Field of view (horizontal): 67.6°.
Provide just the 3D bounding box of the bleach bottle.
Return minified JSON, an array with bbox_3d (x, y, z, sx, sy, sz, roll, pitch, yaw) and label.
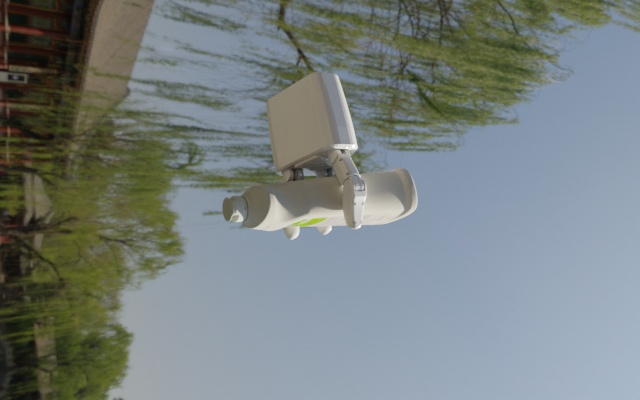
[{"bbox_3d":[0.000,0.002,0.614,0.251,0.068,0.102,-3,-16,-35],"label":"bleach bottle"}]
